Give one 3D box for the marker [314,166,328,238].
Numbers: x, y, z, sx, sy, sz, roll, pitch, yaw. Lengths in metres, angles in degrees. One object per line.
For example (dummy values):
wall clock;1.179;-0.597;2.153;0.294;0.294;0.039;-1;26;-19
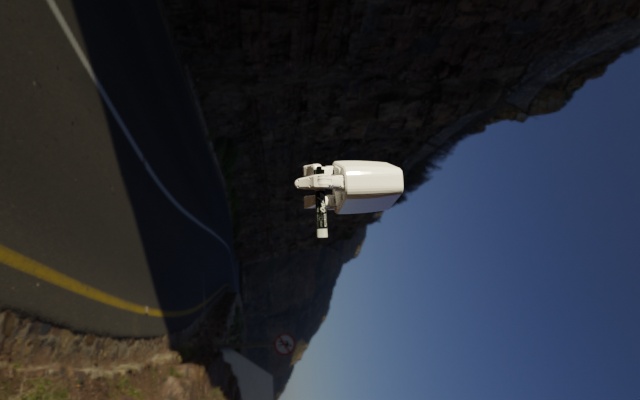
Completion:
marker;0.000;0.003;0.807;0.020;0.121;0.020;-3;-3;0
